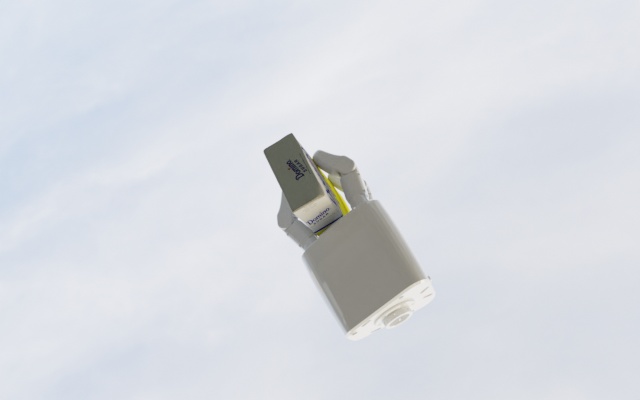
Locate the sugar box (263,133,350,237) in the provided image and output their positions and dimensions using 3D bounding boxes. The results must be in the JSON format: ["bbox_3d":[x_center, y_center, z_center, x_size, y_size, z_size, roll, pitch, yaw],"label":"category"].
[{"bbox_3d":[0.001,0.002,0.577,0.048,0.093,0.176,-30,-30,4],"label":"sugar box"}]
